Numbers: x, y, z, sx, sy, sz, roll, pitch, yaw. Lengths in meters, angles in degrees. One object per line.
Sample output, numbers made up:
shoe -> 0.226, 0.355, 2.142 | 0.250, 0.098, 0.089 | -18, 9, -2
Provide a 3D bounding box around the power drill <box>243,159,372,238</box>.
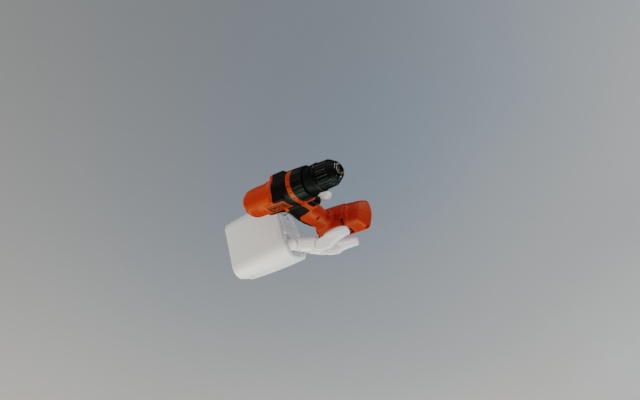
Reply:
power drill -> 0.000, 0.003, 0.760 | 0.184, 0.057, 0.188 | -18, -31, 35
